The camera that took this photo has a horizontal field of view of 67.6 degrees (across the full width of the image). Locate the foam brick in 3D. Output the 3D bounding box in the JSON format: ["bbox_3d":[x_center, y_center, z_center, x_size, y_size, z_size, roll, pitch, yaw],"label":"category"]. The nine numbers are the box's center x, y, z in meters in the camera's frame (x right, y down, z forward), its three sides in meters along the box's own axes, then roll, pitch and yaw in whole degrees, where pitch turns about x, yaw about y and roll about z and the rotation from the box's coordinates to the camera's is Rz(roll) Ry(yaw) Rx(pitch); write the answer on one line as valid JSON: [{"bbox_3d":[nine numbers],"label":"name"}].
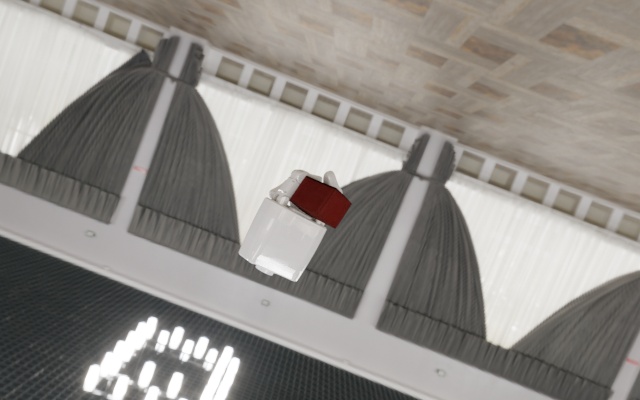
[{"bbox_3d":[0.000,0.002,0.772,0.078,0.051,0.053,24,-13,47],"label":"foam brick"}]
